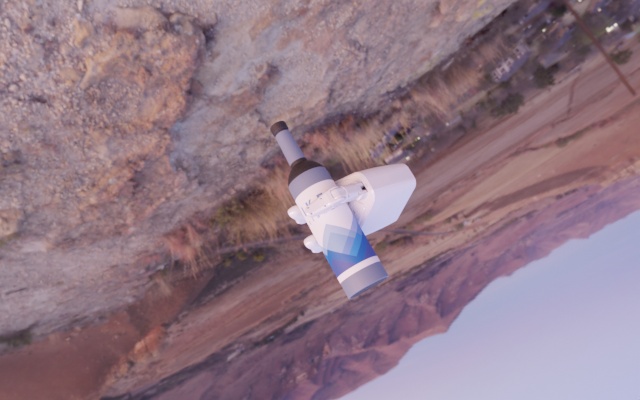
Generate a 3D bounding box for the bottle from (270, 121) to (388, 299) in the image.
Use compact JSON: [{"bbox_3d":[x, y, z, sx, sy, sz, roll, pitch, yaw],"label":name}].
[{"bbox_3d":[0.000,0.003,0.727,0.069,0.295,0.069,-27,-17,-9],"label":"bottle"}]
